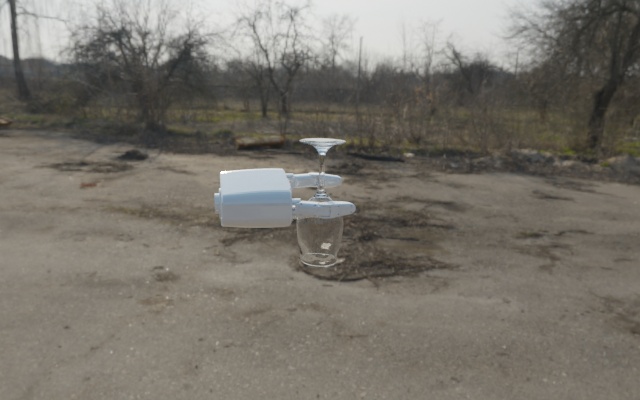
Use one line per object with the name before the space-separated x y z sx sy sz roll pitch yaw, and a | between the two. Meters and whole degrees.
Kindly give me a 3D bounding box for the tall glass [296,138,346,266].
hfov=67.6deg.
tall glass | 0.000 0.002 0.777 0.079 0.201 0.079 1 13 0
